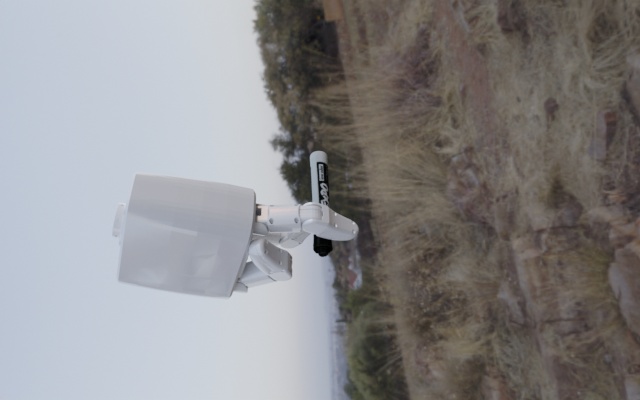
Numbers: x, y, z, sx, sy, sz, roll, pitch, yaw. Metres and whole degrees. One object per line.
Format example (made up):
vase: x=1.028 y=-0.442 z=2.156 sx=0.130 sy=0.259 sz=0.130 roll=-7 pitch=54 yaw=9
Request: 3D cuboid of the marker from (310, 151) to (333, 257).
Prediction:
marker: x=0.000 y=0.002 z=0.482 sx=0.020 sy=0.121 sz=0.020 roll=-2 pitch=-35 yaw=-1
